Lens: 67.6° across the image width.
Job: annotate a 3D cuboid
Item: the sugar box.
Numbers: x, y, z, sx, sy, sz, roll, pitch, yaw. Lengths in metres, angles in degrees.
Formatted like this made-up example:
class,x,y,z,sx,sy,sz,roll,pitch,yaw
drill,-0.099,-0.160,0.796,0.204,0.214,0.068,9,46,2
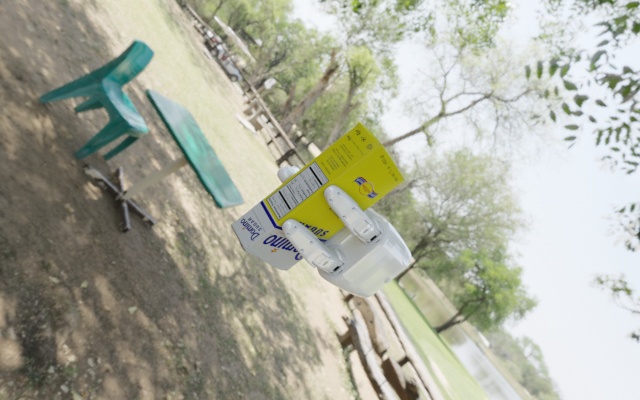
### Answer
class,x,y,z,sx,sy,sz,roll,pitch,yaw
sugar box,0.000,0.002,0.519,0.176,0.048,0.093,-41,-33,6
